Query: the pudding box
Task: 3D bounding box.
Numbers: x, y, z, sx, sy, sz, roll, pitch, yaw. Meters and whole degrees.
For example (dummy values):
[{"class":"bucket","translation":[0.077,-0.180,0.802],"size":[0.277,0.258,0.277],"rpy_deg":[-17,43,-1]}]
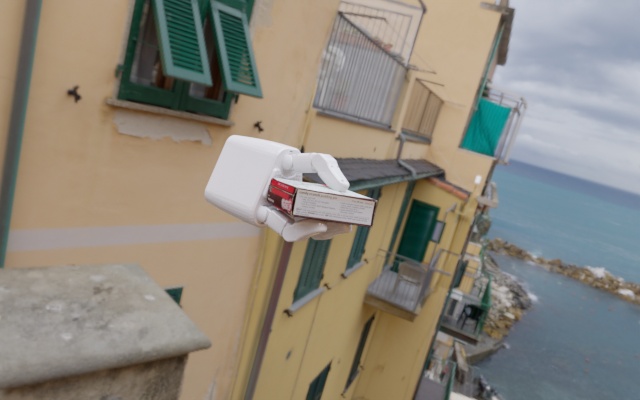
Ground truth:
[{"class":"pudding box","translation":[0.000,0.002,0.596],"size":[0.113,0.039,0.090],"rpy_deg":[7,8,-25]}]
